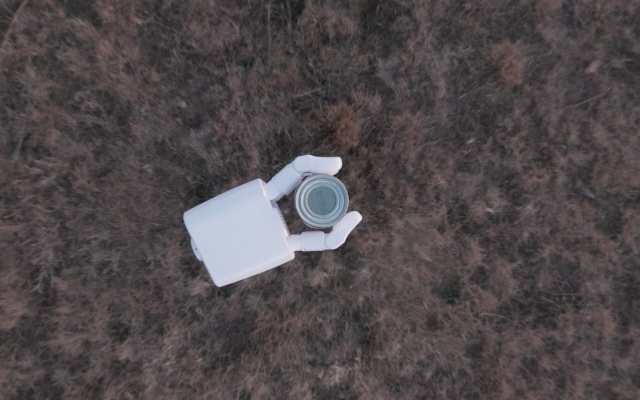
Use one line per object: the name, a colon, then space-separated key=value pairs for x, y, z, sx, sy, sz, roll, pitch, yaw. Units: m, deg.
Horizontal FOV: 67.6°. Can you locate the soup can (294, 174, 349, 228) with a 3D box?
soup can: x=0.001 y=0.002 z=0.619 sx=0.068 sy=0.068 sz=0.102 roll=0 pitch=-2 yaw=-1
